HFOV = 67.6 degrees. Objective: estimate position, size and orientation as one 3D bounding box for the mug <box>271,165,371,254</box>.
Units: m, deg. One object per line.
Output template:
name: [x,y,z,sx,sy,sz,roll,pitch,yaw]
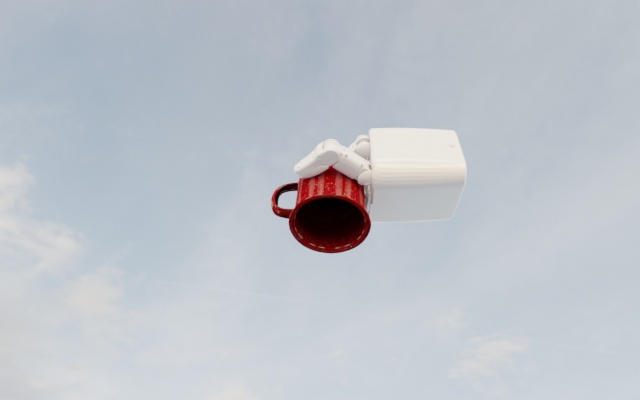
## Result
mug: [-0.001,0.002,0.568,0.117,0.093,0.081,1,41,2]
